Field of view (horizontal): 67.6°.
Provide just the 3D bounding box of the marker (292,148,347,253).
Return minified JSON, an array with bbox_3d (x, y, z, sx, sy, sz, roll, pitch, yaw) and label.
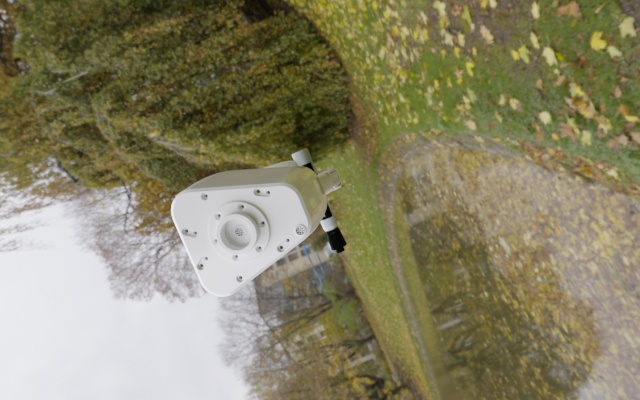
[{"bbox_3d":[0.000,0.002,0.526,0.020,0.121,0.020,-22,6,3],"label":"marker"}]
